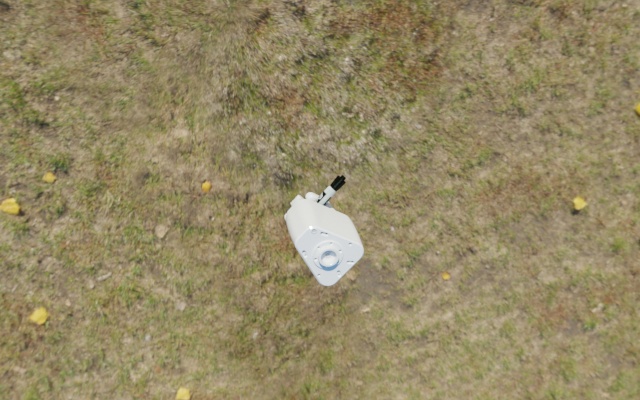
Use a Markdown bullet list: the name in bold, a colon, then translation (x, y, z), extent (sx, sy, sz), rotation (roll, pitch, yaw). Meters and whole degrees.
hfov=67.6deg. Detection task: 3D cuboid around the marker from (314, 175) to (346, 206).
- **marker**: translation (0.000, 0.003, 0.826), extent (0.020, 0.121, 0.020), rotation (42, 10, -9)
